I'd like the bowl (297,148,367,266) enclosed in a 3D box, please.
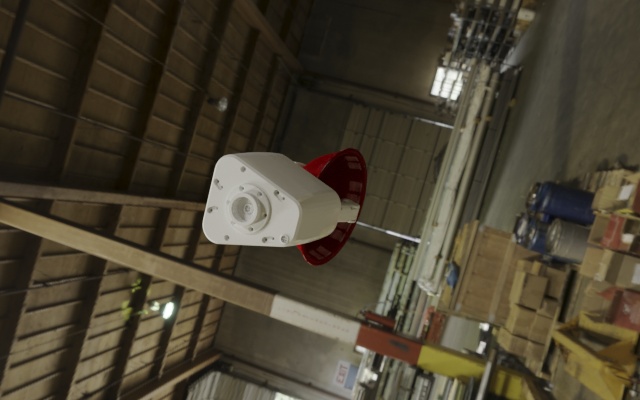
[{"bbox_3d":[0.000,0.002,0.638,0.055,0.162,0.162,20,10,28],"label":"bowl"}]
